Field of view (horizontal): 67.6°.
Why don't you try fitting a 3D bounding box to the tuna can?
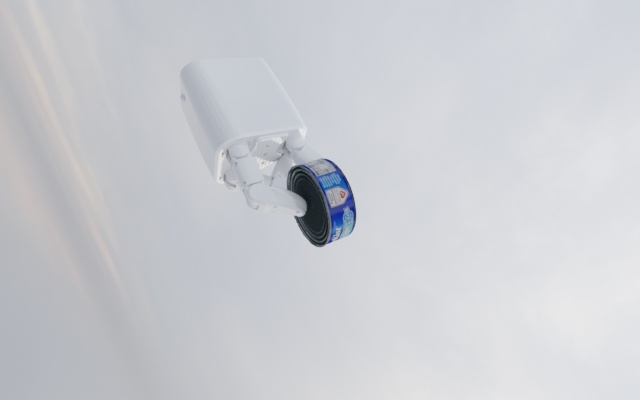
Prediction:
[{"bbox_3d":[0.001,0.001,0.482,0.034,0.086,0.086,-19,8,-25],"label":"tuna can"}]
